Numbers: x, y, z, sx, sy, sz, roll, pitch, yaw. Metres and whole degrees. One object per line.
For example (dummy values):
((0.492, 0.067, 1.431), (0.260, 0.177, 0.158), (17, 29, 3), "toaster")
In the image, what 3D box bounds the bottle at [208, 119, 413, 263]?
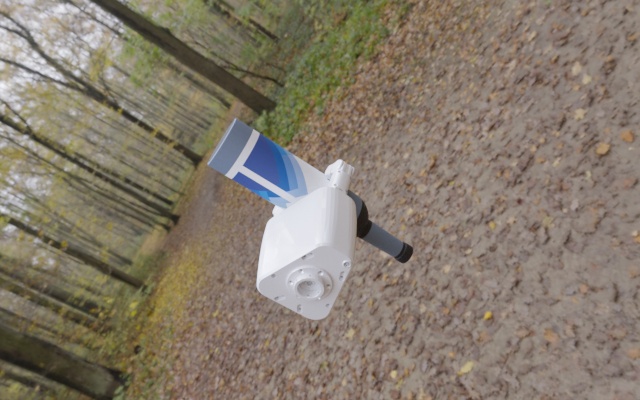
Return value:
((0.000, 0.002, 0.621), (0.296, 0.069, 0.069), (32, -10, -17), "bottle")
